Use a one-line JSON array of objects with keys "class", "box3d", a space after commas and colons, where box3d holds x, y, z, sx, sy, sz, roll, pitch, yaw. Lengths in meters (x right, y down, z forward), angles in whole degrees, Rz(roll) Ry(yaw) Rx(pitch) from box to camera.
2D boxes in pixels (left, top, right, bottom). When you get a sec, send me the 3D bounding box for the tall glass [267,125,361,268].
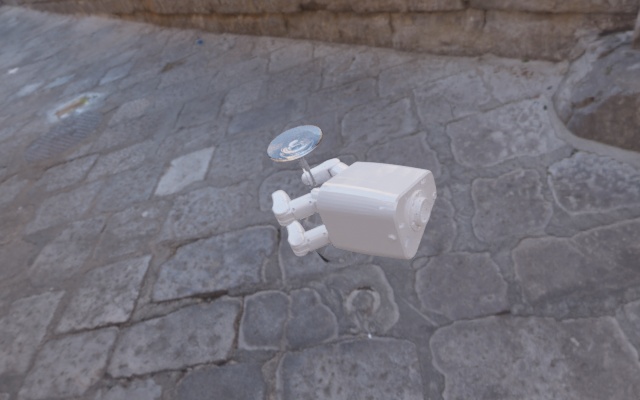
[{"class": "tall glass", "box3d": [0.000, 0.002, 0.650, 0.079, 0.201, 0.079, -15, 36, 11]}]
